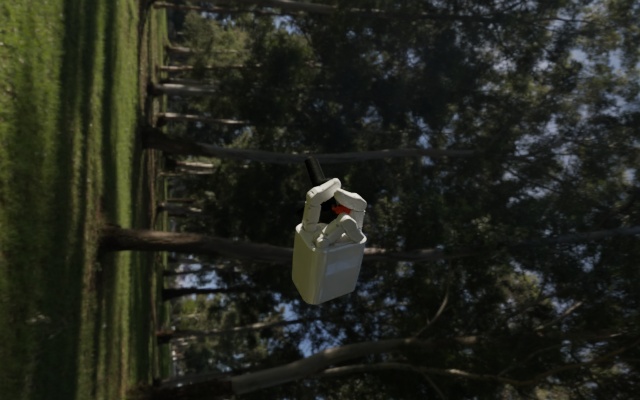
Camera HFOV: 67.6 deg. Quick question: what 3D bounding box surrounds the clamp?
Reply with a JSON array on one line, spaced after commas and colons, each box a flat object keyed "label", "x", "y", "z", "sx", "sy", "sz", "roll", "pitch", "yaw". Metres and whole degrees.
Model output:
[{"label": "clamp", "x": 0.001, "y": 0.003, "z": 0.853, "sx": 0.039, "sy": 0.120, "sz": 0.171, "roll": -2, "pitch": 25, "yaw": -22}]
